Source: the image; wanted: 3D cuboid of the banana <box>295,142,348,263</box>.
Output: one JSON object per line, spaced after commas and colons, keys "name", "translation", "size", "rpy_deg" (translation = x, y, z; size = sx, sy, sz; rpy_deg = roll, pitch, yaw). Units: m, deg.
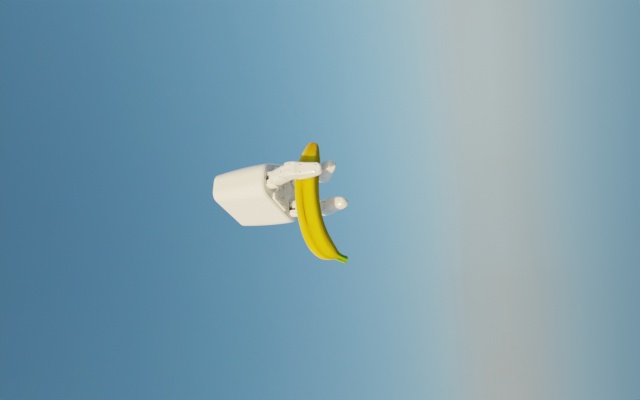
{"name": "banana", "translation": [-0.009, 0.008, 0.737], "size": [0.037, 0.198, 0.069], "rpy_deg": [-13, 0, 35]}
